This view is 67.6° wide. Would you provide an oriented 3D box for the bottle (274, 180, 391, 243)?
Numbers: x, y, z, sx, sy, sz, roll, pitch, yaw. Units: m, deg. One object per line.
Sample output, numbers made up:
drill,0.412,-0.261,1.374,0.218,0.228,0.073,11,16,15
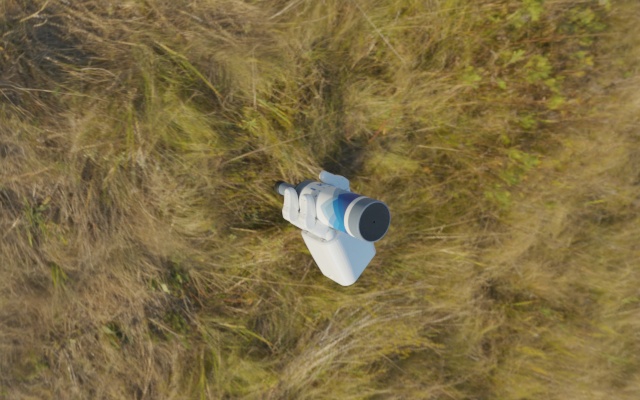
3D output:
bottle,0.000,0.003,0.846,0.069,0.069,0.295,0,12,-35
